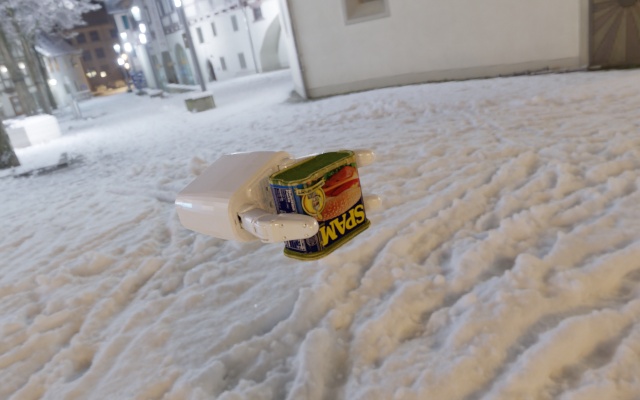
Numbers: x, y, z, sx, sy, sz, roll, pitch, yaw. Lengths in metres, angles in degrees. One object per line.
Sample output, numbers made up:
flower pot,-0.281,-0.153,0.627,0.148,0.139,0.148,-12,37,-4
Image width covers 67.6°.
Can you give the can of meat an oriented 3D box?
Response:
can of meat,0.000,0.001,0.494,0.057,0.084,0.102,7,26,44
